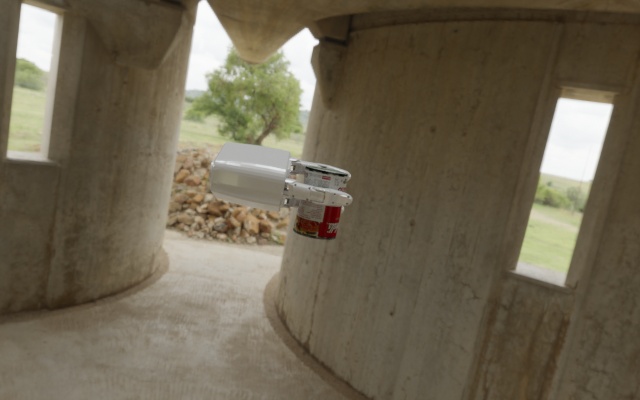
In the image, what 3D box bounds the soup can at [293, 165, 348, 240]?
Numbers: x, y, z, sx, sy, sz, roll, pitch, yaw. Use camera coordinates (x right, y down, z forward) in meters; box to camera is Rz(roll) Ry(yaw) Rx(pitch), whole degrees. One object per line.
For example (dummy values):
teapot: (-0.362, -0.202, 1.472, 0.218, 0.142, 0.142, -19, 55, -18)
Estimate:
soup can: (0.001, 0.002, 0.732, 0.068, 0.102, 0.068, 11, 8, -2)
